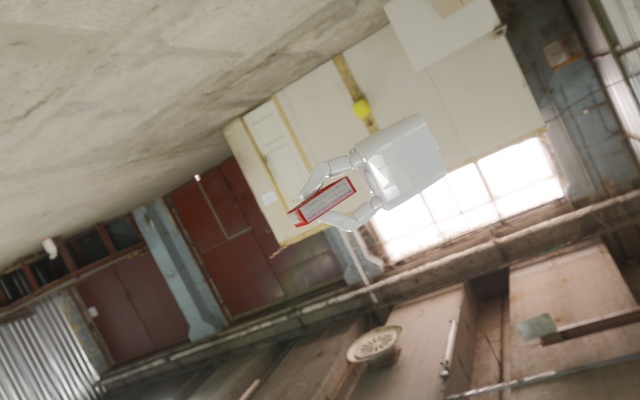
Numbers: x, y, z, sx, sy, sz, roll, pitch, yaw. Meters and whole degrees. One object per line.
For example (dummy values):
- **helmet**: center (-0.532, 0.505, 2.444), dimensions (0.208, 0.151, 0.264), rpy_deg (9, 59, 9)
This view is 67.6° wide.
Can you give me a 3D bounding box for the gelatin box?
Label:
- **gelatin box**: center (0.000, 0.003, 0.690), dimensions (0.089, 0.030, 0.073), rpy_deg (-34, 4, -16)
